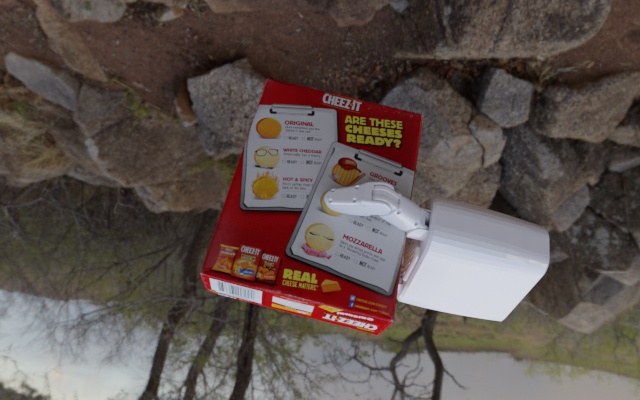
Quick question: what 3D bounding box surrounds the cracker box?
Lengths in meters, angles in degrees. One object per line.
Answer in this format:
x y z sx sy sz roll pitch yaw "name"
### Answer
0.000 0.002 0.457 0.164 0.213 0.072 14 -27 0 "cracker box"
